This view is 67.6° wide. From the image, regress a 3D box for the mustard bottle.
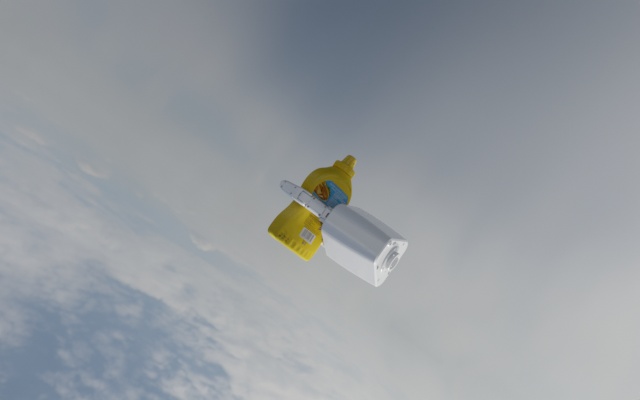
[{"bbox_3d":[0.000,0.003,0.812,0.096,0.191,0.058,42,-9,-38],"label":"mustard bottle"}]
